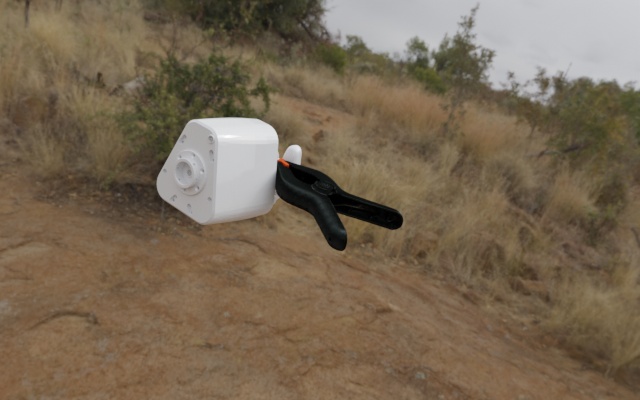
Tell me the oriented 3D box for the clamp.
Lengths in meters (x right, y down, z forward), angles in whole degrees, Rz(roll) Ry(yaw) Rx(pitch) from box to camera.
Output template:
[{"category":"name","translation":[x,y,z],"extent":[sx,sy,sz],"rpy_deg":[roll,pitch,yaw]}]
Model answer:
[{"category":"clamp","translation":[0.000,0.001,0.553],"extent":[0.171,0.039,0.120],"rpy_deg":[27,22,25]}]
